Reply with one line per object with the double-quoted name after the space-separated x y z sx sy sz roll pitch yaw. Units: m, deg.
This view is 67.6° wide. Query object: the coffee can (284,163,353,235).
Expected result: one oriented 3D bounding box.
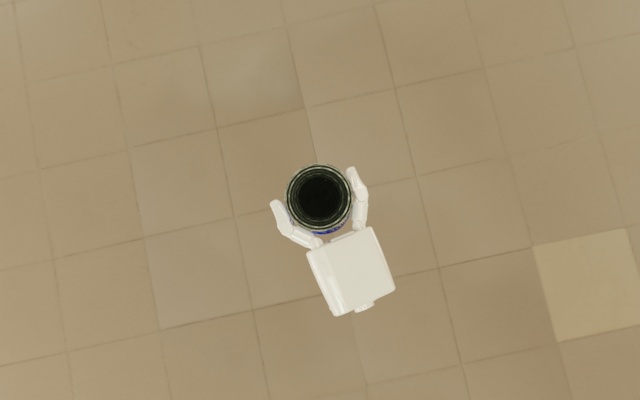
0.000 0.002 0.772 0.103 0.103 0.140 0 -6 2 "coffee can"
